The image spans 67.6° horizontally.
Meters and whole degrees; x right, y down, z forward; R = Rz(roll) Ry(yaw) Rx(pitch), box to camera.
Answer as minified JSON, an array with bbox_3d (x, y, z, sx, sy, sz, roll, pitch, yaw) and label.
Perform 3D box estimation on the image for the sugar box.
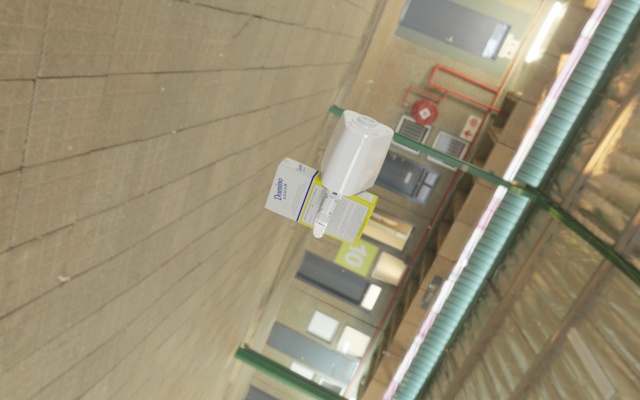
[{"bbox_3d":[0.000,0.002,0.827,0.176,0.093,0.048,25,27,6],"label":"sugar box"}]
